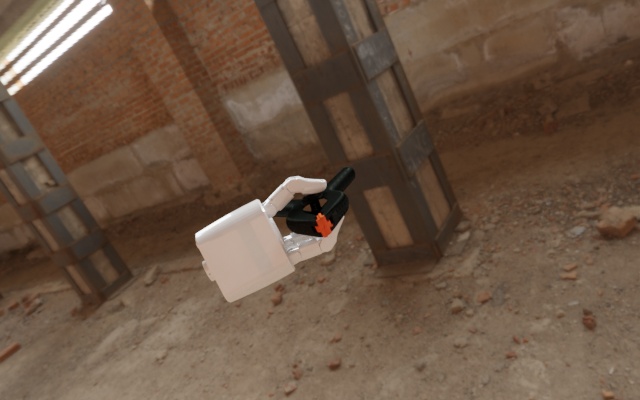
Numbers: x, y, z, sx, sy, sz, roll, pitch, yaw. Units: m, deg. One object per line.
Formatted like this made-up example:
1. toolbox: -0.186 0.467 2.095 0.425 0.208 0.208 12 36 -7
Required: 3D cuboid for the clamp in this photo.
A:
1. clamp: 0.000 0.002 0.713 0.164 0.036 0.210 -27 17 -7
